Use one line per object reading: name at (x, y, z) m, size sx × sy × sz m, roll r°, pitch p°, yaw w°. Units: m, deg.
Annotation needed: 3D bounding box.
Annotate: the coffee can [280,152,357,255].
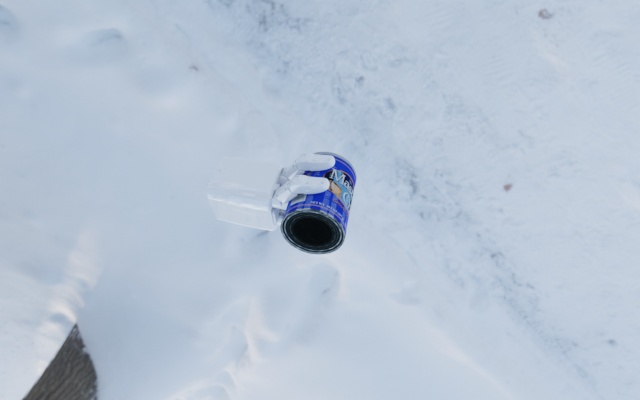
coffee can at (0.000, 0.003, 0.785) m, size 0.103 × 0.103 × 0.140 m, roll 0°, pitch 43°, yaw 14°
